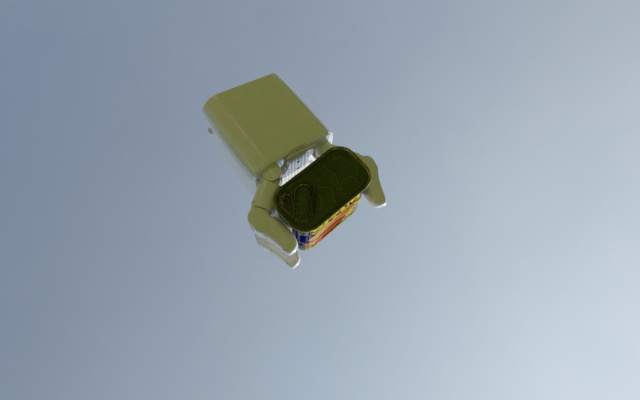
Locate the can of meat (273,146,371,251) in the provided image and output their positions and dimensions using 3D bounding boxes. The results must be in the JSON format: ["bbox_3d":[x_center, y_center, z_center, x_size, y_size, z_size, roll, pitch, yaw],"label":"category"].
[{"bbox_3d":[0.000,0.002,0.517,0.102,0.057,0.084,-39,-14,-16],"label":"can of meat"}]
